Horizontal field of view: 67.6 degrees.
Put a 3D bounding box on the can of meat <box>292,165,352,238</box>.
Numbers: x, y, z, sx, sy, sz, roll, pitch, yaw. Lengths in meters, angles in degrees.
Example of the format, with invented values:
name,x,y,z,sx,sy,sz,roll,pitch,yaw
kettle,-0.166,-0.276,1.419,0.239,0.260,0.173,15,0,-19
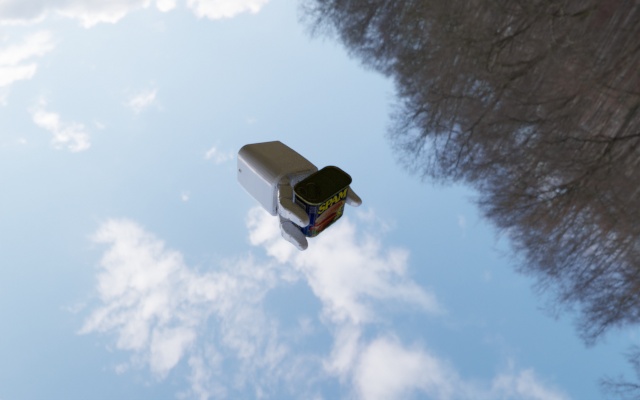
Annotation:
name,x,y,z,sx,sy,sz,roll,pitch,yaw
can of meat,0.000,0.003,0.796,0.057,0.084,0.102,36,49,26
